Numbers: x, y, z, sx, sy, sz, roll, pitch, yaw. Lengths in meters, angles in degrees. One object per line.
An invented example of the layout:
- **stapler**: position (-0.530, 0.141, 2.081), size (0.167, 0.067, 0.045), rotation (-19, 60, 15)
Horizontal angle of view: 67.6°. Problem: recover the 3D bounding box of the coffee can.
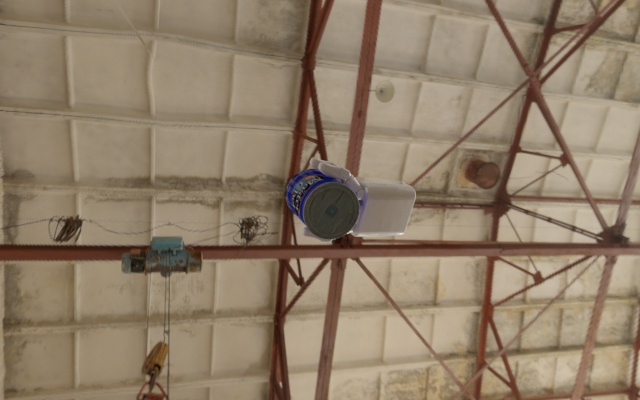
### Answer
- **coffee can**: position (0.000, 0.003, 0.891), size (0.103, 0.103, 0.140), rotation (0, 14, -18)
